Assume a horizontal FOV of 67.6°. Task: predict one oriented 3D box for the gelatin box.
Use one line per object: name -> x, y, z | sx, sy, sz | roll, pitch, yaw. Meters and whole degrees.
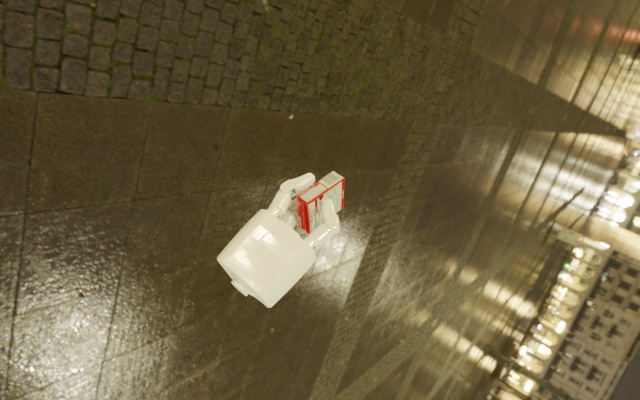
gelatin box -> 0.001, 0.003, 0.804 | 0.089, 0.073, 0.030 | -35, 54, -28
